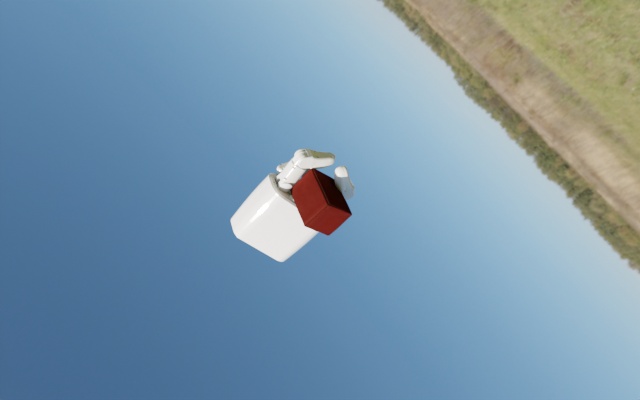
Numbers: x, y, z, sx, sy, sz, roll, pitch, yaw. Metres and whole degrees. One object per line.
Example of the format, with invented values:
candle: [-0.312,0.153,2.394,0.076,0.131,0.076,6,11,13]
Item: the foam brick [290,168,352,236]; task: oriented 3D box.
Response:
foam brick: [0.000,0.002,0.689,0.053,0.078,0.051,26,-61,-42]
